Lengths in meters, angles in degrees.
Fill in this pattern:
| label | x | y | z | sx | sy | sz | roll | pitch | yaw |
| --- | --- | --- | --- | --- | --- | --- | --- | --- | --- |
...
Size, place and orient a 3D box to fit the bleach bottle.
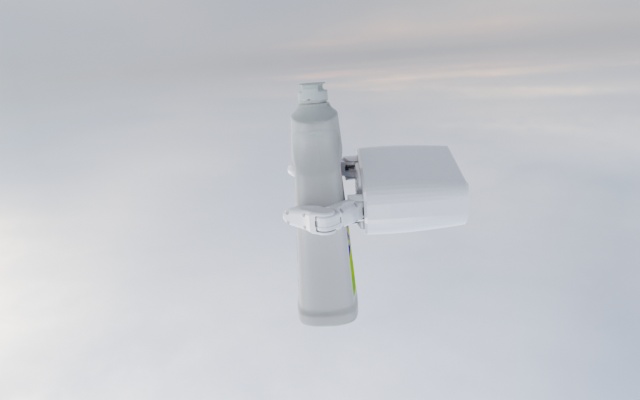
| label | x | y | z | sx | sy | sz | roll | pitch | yaw |
| --- | --- | --- | --- | --- | --- | --- | --- | --- | --- |
| bleach bottle | 0.000 | 0.002 | 0.518 | 0.068 | 0.251 | 0.102 | -4 | 17 | 2 |
